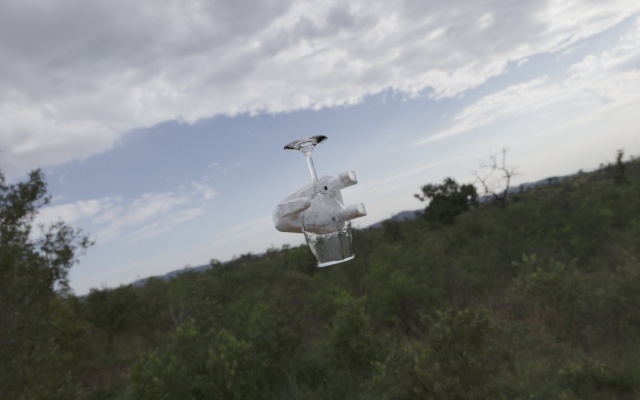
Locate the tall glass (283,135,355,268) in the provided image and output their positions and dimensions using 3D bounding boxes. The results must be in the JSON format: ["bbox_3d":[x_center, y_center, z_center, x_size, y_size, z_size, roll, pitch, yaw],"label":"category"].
[{"bbox_3d":[0.000,0.002,0.765,0.079,0.201,0.079,-14,-6,-1],"label":"tall glass"}]
